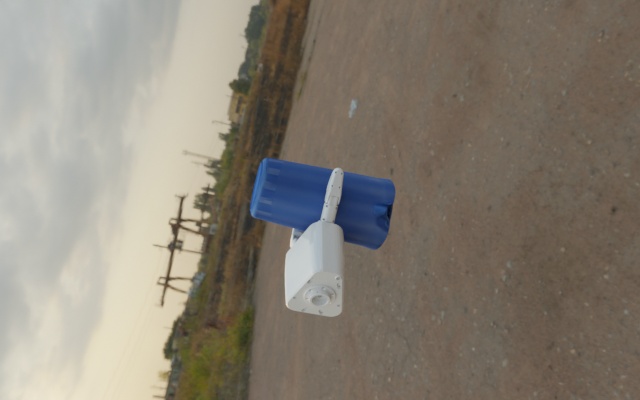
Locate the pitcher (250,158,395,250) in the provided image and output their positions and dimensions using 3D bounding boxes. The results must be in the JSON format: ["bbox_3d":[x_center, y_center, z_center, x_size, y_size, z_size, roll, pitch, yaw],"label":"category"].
[{"bbox_3d":[0.000,0.003,0.867,0.243,0.149,0.145,13,40,-12],"label":"pitcher"}]
